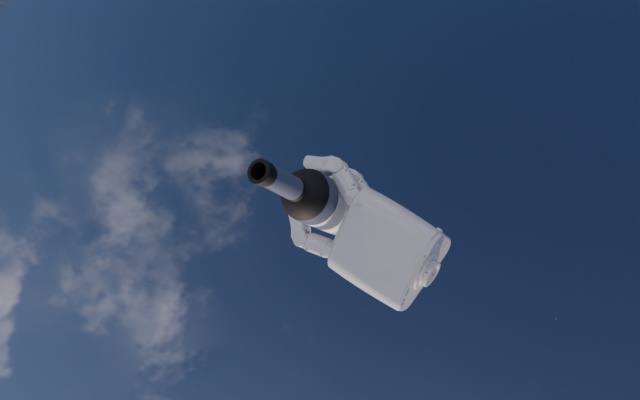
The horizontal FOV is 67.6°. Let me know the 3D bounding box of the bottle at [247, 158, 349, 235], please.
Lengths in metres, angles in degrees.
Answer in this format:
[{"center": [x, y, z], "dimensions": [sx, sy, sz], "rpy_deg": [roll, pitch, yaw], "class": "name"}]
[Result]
[{"center": [0.000, 0.002, 0.613], "dimensions": [0.069, 0.069, 0.296], "rpy_deg": [0, -13, 26], "class": "bottle"}]
